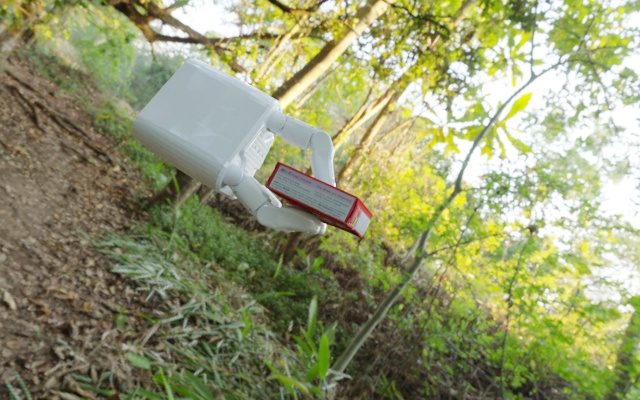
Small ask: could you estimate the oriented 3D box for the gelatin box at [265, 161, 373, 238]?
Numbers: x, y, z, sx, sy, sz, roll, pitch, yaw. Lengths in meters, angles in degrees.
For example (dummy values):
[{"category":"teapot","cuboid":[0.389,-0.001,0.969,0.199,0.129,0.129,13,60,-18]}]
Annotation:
[{"category":"gelatin box","cuboid":[0.001,0.001,0.458,0.089,0.030,0.073,24,-6,20]}]
